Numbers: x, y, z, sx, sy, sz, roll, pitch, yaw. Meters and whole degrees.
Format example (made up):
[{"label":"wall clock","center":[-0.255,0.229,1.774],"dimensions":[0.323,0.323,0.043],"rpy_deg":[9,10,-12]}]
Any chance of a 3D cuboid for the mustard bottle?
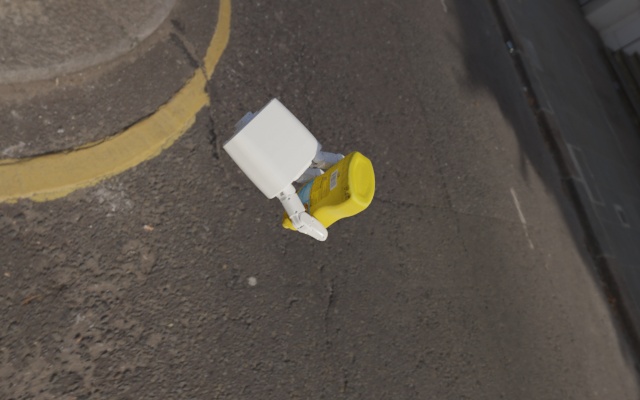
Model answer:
[{"label":"mustard bottle","center":[0.001,0.003,0.763],"dimensions":[0.058,0.096,0.192],"rpy_deg":[28,-40,-31]}]
